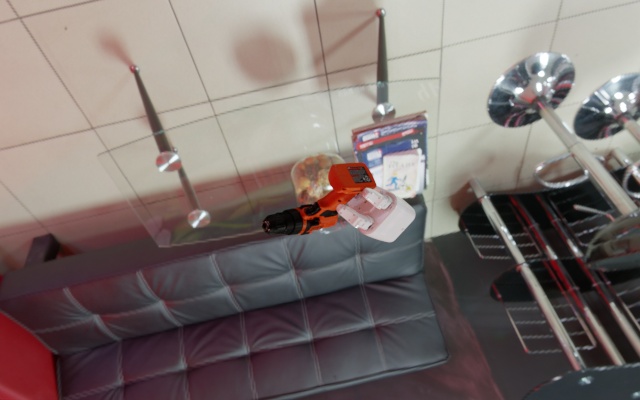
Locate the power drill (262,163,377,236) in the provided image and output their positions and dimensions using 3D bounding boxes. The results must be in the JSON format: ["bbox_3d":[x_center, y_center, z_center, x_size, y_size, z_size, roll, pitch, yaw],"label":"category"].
[{"bbox_3d":[0.001,0.003,0.895,0.184,0.057,0.188,-9,-24,-46],"label":"power drill"}]
